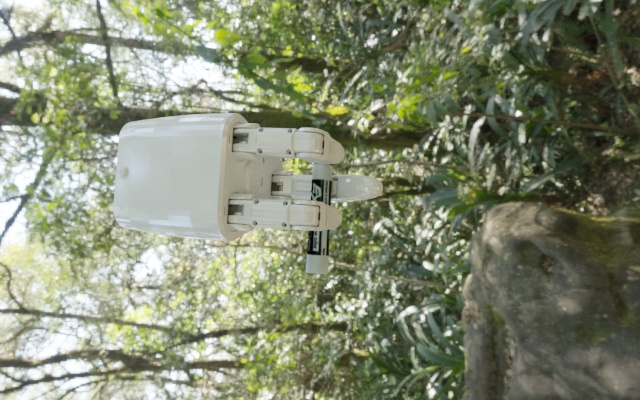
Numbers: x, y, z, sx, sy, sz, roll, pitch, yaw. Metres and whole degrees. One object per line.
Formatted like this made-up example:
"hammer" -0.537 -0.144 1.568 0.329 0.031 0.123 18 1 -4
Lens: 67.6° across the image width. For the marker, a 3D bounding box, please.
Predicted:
"marker" 0.000 0.001 0.409 0.020 0.121 0.020 3 -4 0
